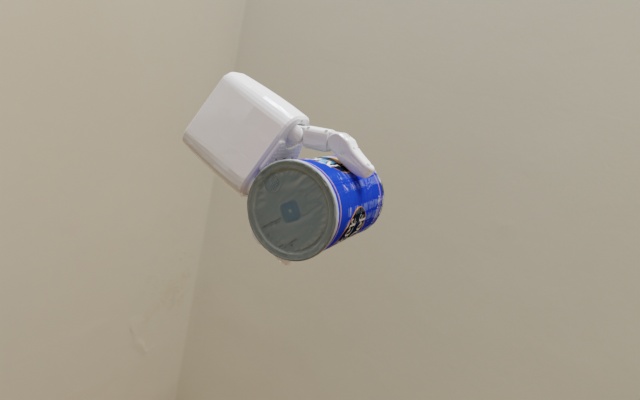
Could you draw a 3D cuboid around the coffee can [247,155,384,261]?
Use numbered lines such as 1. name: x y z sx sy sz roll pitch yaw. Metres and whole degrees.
1. coffee can: 0.000 0.002 0.535 0.103 0.103 0.140 0 7 27
